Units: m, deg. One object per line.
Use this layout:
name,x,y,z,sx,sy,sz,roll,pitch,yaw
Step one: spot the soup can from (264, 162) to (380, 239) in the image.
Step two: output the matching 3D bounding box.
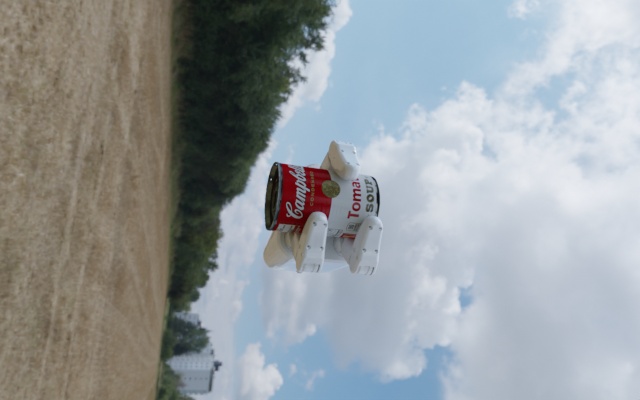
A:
soup can,0.001,0.001,0.479,0.102,0.068,0.068,7,-2,-16
